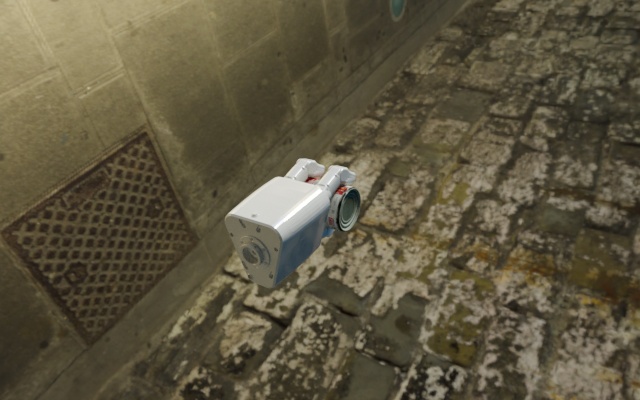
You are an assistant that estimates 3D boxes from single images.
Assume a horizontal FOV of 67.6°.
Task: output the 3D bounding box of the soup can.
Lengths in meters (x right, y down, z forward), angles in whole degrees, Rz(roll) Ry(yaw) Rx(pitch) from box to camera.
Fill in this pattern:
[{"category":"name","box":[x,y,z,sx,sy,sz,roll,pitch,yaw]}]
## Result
[{"category":"soup can","box":[0.001,0.002,0.711,0.102,0.068,0.068,14,7,29]}]
